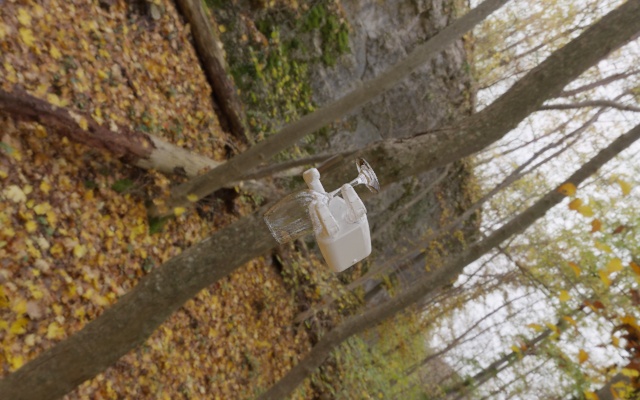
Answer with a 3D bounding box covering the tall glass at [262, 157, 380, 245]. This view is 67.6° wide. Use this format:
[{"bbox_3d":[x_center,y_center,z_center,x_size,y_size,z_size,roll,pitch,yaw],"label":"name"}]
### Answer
[{"bbox_3d":[0.001,0.002,0.840,0.201,0.079,0.079,-29,6,-10],"label":"tall glass"}]
